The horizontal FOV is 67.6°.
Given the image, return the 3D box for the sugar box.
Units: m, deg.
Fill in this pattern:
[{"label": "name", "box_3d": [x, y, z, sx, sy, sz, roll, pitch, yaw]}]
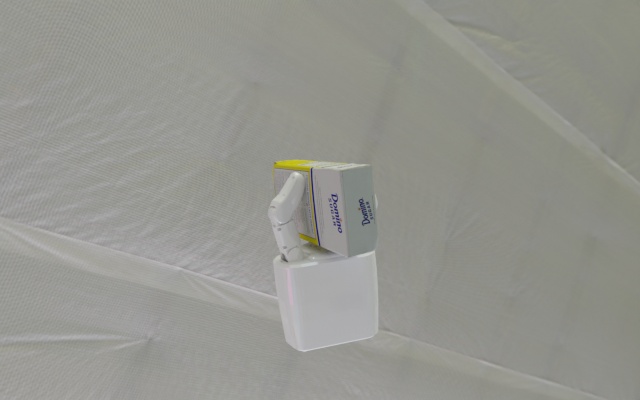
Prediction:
[{"label": "sugar box", "box_3d": [0.001, 0.002, 0.557, 0.048, 0.093, 0.176, -12, 12, -29]}]
